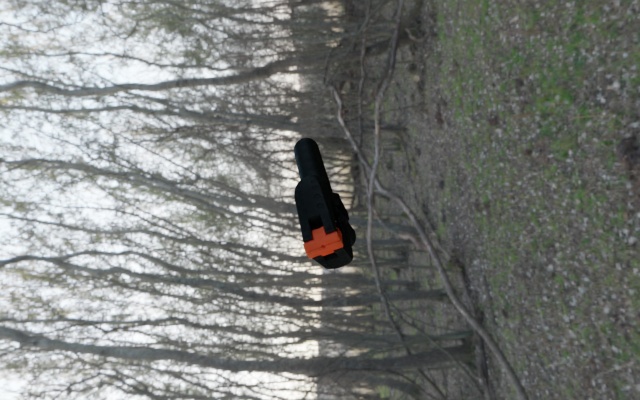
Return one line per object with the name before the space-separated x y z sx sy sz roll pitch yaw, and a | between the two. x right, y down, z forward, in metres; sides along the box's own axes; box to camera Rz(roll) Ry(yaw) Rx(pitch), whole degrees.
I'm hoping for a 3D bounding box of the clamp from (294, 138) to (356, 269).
clamp | 0.000 0.002 0.417 0.039 0.120 0.171 -28 4 5
